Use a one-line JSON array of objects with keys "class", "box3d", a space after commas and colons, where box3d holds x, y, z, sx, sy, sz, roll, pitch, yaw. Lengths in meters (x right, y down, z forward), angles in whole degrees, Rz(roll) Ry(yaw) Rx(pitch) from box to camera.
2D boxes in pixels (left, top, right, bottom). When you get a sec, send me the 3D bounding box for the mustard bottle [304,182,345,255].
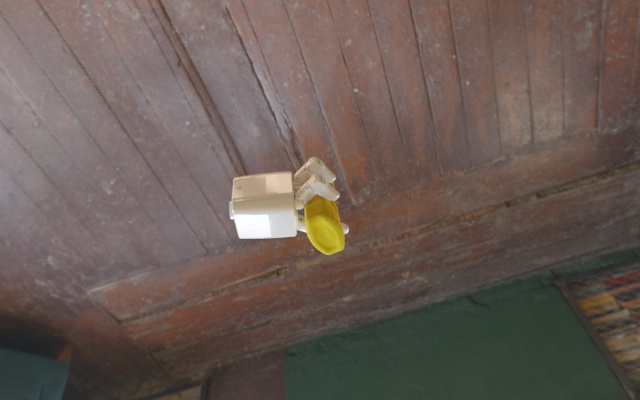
[{"class": "mustard bottle", "box3d": [0.000, 0.003, 0.875, 0.058, 0.096, 0.191, -24, 36, 11]}]
